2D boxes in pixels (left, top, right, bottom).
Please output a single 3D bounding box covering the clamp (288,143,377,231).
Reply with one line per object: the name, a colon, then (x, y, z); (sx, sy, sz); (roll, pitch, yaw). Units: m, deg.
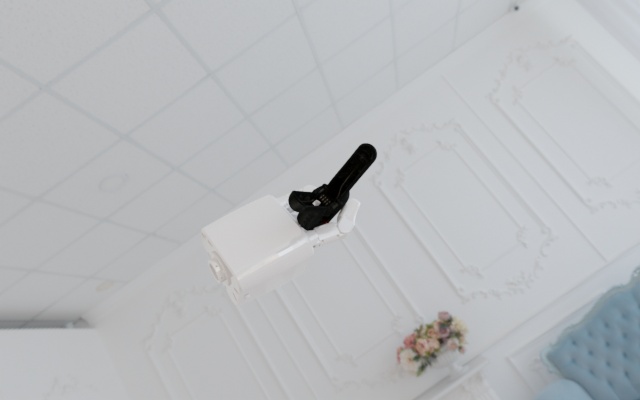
clamp: (0.000, 0.001, 0.590); (0.120, 0.039, 0.171); (-27, -19, -25)
